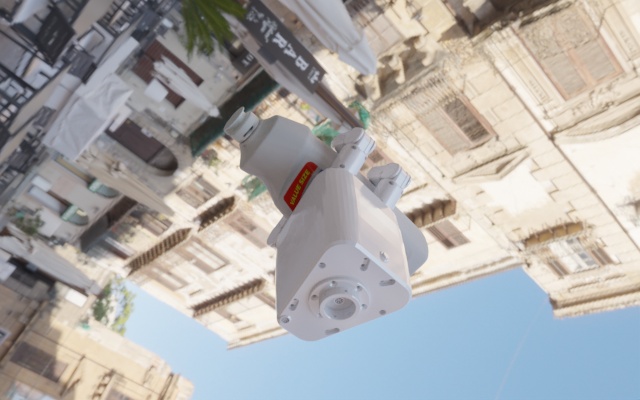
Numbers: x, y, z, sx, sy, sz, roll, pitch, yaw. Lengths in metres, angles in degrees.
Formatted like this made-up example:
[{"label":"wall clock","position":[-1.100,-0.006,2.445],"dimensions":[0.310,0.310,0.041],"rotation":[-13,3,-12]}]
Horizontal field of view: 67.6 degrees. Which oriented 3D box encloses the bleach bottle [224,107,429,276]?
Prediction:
[{"label":"bleach bottle","position":[0.000,0.002,0.501],"dimensions":[0.251,0.102,0.068],"rotation":[40,24,-24]}]
